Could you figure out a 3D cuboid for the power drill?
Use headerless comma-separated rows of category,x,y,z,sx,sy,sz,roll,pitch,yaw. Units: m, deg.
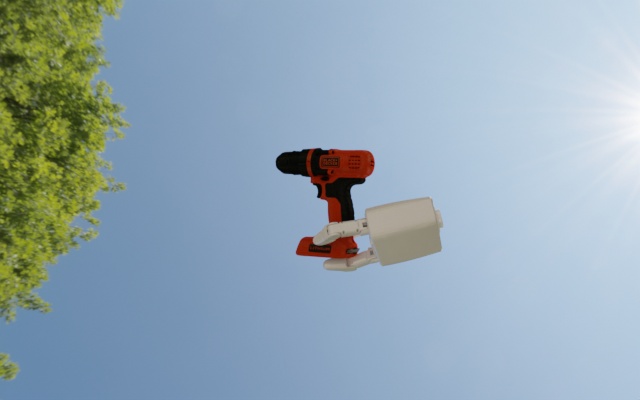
power drill,0.000,0.003,0.822,0.184,0.187,0.057,2,1,28
